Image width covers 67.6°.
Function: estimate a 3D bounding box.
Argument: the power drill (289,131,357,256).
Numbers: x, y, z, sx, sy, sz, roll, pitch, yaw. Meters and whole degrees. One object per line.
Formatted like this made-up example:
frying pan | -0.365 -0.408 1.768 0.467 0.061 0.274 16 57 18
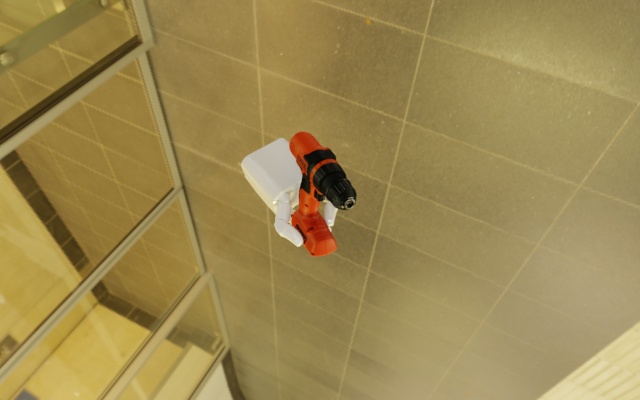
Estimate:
power drill | 0.000 0.003 0.794 0.057 0.188 0.184 -13 43 -21
